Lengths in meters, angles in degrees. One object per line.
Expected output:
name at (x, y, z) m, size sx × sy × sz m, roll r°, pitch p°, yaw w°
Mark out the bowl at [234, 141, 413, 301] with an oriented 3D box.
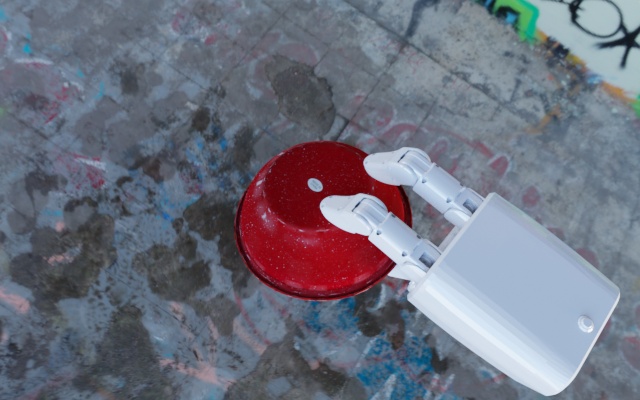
bowl at (-0.001, 0.001, 0.414) m, size 0.162 × 0.162 × 0.055 m, roll 0°, pitch -34°, yaw 5°
